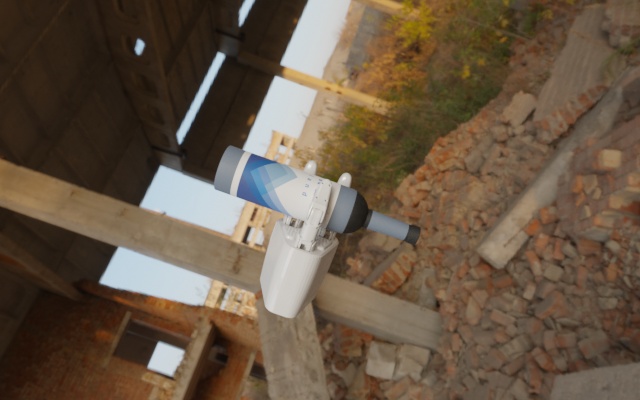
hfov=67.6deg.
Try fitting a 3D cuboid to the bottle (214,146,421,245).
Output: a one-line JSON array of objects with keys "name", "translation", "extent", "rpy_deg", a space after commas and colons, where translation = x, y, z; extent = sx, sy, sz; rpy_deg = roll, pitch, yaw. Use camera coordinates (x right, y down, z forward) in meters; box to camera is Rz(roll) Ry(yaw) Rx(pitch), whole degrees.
[{"name": "bottle", "translation": [0.000, 0.002, 0.681], "extent": [0.296, 0.069, 0.069], "rpy_deg": [19, -1, -2]}]
